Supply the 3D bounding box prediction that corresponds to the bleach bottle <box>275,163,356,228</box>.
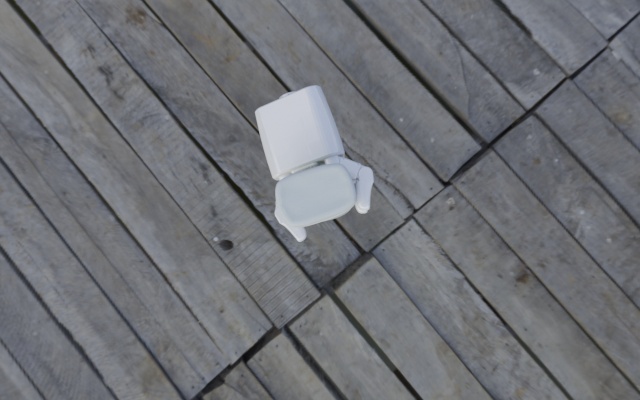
[{"bbox_3d":[0.000,0.002,0.709,0.102,0.068,0.251,-18,-5,0],"label":"bleach bottle"}]
